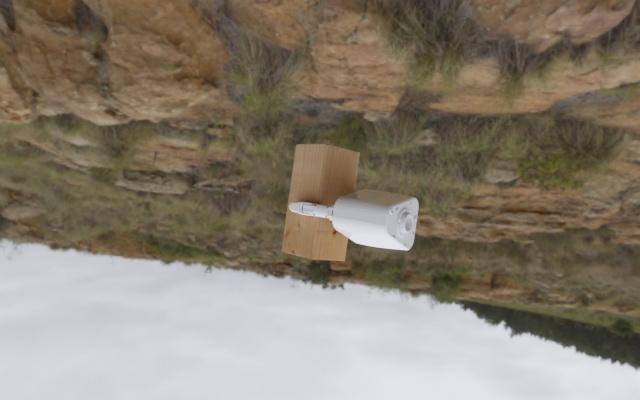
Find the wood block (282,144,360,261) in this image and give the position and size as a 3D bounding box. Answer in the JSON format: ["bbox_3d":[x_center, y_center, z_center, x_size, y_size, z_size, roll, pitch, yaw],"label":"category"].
[{"bbox_3d":[0.000,0.003,0.898,0.091,0.206,0.090,9,-1,-41],"label":"wood block"}]
